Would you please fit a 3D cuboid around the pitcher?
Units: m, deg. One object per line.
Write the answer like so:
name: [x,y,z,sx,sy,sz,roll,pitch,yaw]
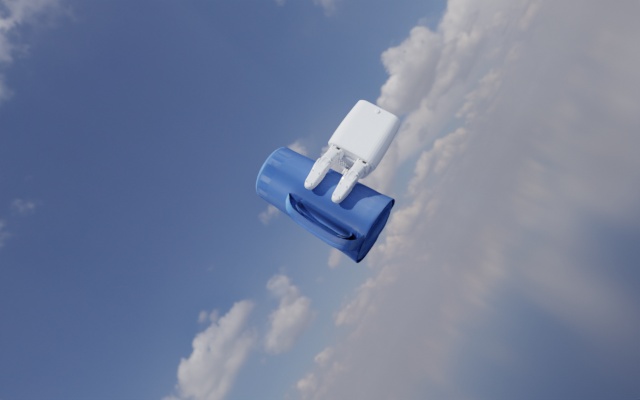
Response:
pitcher: [0.000,0.003,0.874,0.243,0.145,0.149,30,-15,16]
